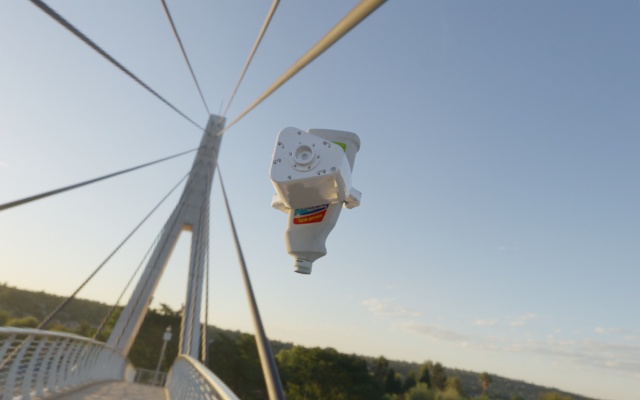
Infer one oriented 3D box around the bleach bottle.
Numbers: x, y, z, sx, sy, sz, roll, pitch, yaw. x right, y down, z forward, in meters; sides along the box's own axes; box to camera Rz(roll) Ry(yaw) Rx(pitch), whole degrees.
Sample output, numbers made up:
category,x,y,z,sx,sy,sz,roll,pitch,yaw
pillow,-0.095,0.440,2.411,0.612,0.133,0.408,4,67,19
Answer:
category,x,y,z,sx,sy,sz,roll,pitch,yaw
bleach bottle,0.000,0.003,0.820,0.102,0.250,0.068,7,-18,10
